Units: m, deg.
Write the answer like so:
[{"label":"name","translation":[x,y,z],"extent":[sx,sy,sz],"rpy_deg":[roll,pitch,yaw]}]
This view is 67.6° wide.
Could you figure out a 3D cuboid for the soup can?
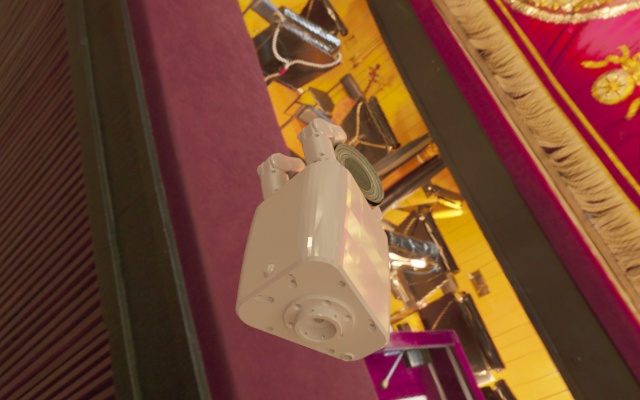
[{"label":"soup can","translation":[0.000,0.001,0.450],"extent":[0.102,0.068,0.068],"rpy_deg":[-37,-19,28]}]
